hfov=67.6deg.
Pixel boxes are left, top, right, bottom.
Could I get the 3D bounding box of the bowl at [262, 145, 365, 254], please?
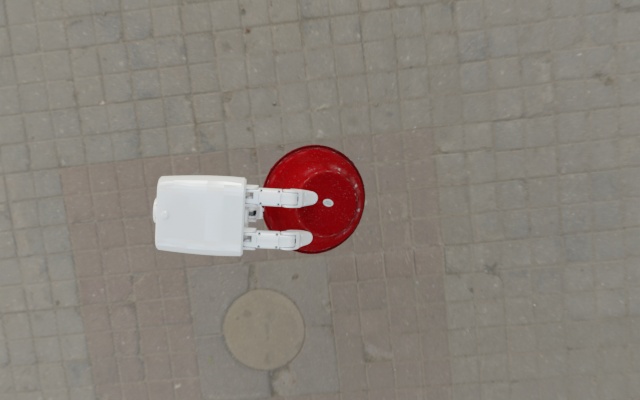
[{"bbox_3d":[0.001,0.002,0.677,0.162,0.162,0.055,0,6,-20],"label":"bowl"}]
